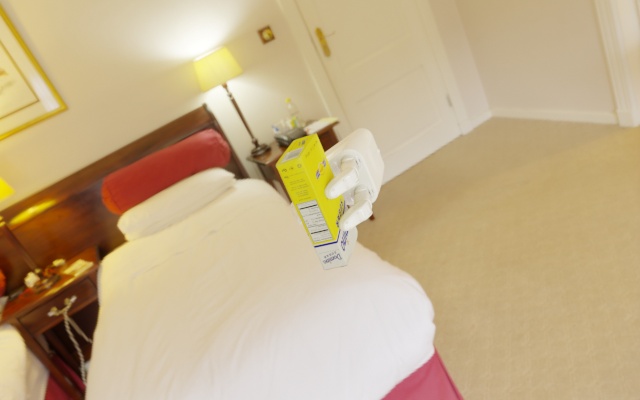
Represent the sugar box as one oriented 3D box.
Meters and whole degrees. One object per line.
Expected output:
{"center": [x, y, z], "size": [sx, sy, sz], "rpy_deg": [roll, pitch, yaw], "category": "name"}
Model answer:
{"center": [0.001, 0.002, 0.691], "size": [0.048, 0.176, 0.093], "rpy_deg": [-17, 23, 24], "category": "sugar box"}
